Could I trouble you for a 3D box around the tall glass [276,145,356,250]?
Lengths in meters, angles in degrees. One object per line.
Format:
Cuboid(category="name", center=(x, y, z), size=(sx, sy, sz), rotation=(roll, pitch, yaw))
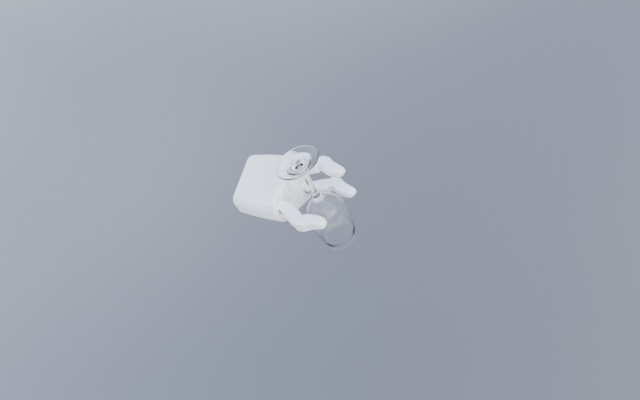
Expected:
Cuboid(category="tall glass", center=(0.000, 0.002, 0.817), size=(0.079, 0.079, 0.201), rotation=(0, -39, 30))
